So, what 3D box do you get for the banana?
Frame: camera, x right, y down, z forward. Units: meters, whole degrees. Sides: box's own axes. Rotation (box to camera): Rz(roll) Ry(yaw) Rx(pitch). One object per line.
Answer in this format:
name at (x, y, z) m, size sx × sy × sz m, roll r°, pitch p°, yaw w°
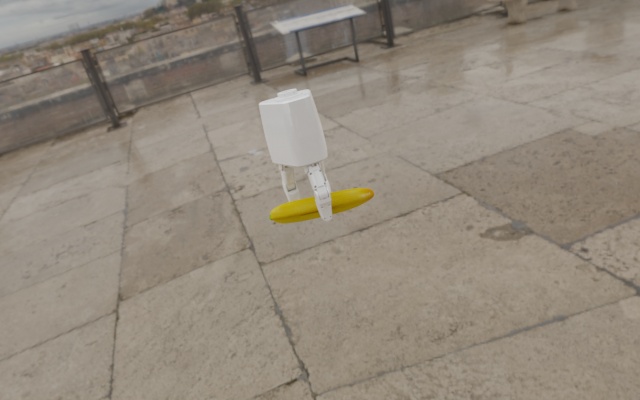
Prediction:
banana at (-0.006, 0.008, 0.826) m, size 0.198 × 0.037 × 0.069 m, roll -12°, pitch 12°, yaw 12°
